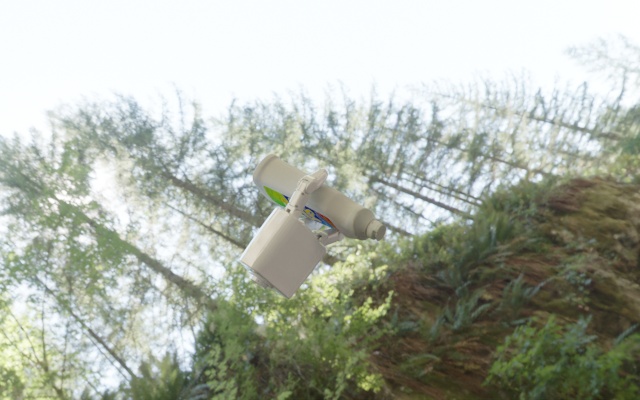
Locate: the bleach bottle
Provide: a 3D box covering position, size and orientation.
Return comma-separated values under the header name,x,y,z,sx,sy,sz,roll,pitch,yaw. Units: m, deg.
name,x,y,z,sx,sy,sz,roll,pitch,yaw
bleach bottle,0.000,0.003,0.821,0.250,0.068,0.103,25,-19,34
